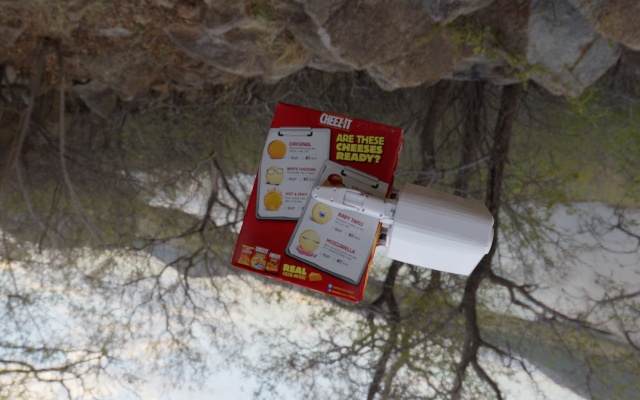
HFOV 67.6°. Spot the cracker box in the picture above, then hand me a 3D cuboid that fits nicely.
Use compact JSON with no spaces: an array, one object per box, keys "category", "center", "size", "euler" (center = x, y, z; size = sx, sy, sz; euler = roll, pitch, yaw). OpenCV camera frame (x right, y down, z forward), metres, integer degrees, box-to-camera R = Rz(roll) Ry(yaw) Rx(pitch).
[{"category":"cracker box","center":[0.000,0.002,0.601],"size":[0.164,0.213,0.072],"euler":[14,-6,10]}]
